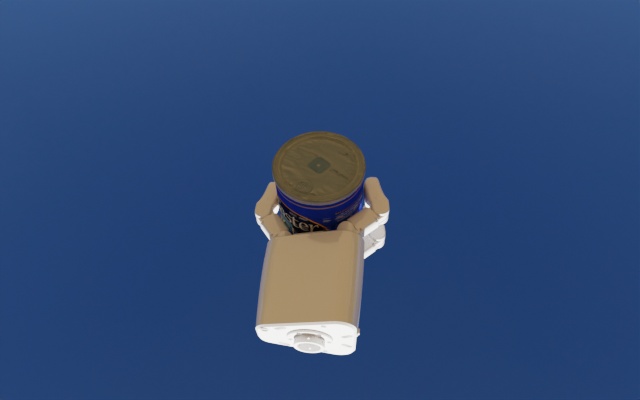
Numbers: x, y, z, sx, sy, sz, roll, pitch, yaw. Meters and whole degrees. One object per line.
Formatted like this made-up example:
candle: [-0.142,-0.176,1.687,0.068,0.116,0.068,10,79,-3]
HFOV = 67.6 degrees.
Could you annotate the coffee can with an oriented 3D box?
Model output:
coffee can: [0.000,0.002,0.576,0.103,0.102,0.140,0,-36,2]
